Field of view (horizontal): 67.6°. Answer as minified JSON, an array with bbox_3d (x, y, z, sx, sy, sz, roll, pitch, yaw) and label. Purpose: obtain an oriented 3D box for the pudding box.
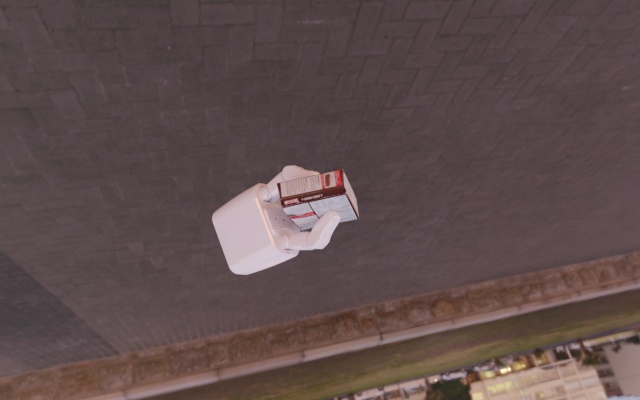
[{"bbox_3d":[0.000,0.002,0.652,0.090,0.039,0.113,-13,-20,8],"label":"pudding box"}]
